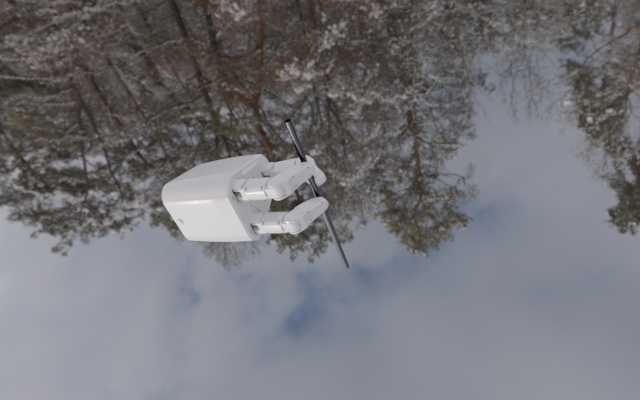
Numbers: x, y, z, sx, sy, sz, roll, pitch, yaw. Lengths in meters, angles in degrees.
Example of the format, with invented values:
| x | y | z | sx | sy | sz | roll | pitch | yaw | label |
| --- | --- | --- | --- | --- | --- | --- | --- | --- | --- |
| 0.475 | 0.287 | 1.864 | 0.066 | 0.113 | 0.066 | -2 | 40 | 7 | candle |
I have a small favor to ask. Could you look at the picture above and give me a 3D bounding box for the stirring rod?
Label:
| x | y | z | sx | sy | sz | roll | pitch | yaw | label |
| --- | --- | --- | --- | --- | --- | --- | --- | --- | --- |
| 0.000 | 0.002 | 0.606 | 0.011 | 0.240 | 0.011 | -14 | 36 | 11 | stirring rod |
